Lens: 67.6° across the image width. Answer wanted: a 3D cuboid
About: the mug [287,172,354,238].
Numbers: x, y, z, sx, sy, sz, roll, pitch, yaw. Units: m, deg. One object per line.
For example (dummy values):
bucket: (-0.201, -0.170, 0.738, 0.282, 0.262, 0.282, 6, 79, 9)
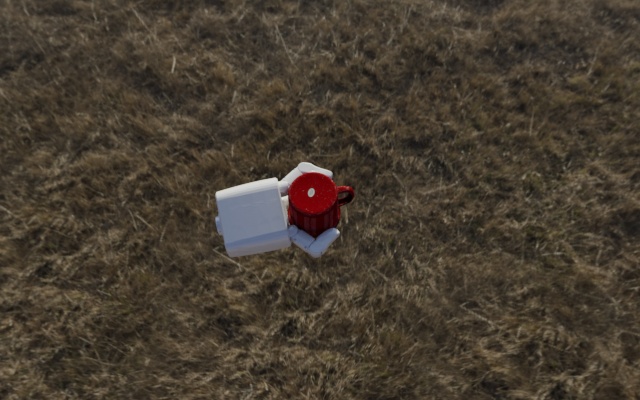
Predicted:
mug: (0.002, 0.002, 0.794, 0.117, 0.093, 0.081, -13, -25, -5)
